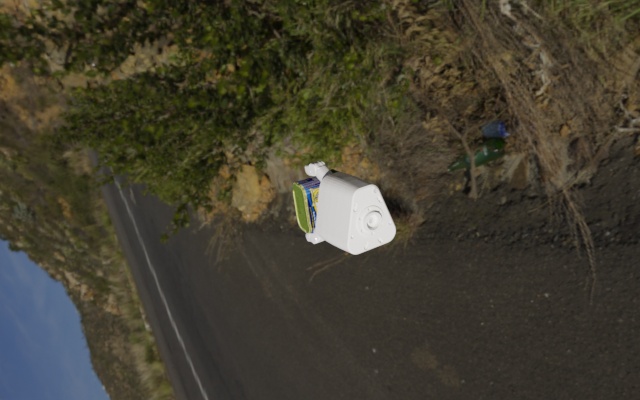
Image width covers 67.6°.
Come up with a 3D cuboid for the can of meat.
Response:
[{"bbox_3d":[0.000,0.003,0.880,0.084,0.102,0.057,-18,24,-23],"label":"can of meat"}]
